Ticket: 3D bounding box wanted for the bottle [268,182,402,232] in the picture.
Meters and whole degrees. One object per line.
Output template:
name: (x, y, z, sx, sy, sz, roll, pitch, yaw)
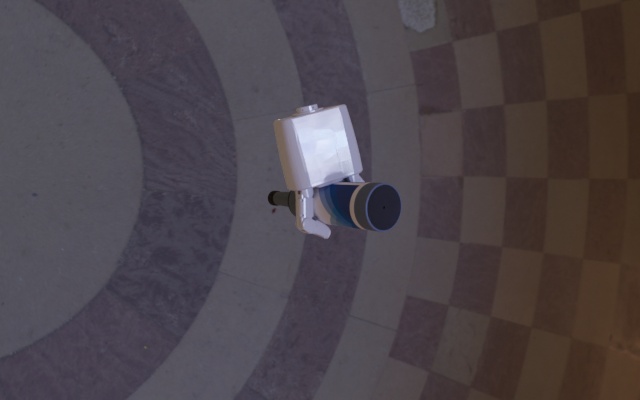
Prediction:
bottle: (0.000, 0.003, 0.760, 0.069, 0.069, 0.295, 0, 3, -36)
